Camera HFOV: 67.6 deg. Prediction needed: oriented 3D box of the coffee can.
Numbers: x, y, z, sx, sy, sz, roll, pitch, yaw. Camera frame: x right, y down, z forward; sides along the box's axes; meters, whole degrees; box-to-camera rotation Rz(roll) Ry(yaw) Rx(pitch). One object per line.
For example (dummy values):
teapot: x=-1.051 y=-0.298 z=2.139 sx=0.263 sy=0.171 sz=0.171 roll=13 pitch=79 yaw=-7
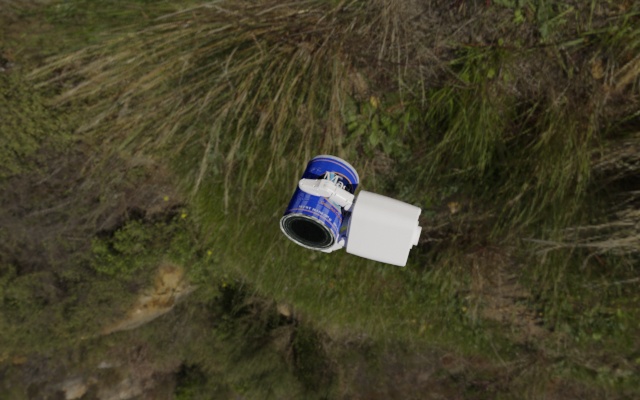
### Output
coffee can: x=0.000 y=0.003 z=0.857 sx=0.103 sy=0.140 sz=0.103 roll=16 pitch=-35 yaw=11
